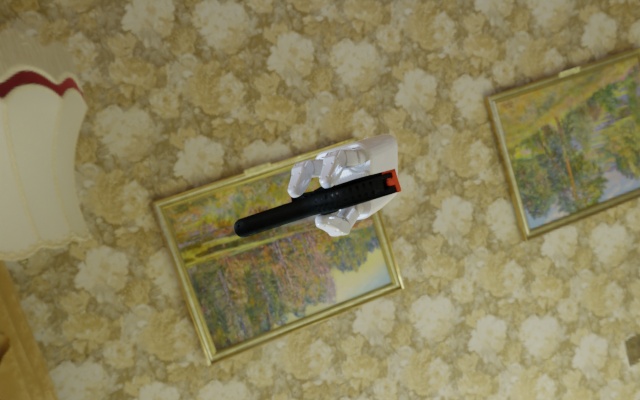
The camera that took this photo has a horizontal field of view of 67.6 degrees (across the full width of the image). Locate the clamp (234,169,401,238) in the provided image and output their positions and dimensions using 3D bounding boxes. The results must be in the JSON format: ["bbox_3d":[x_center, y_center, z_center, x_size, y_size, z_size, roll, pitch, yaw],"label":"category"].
[{"bbox_3d":[0.001,0.003,0.622,0.210,0.036,0.164,-14,7,35],"label":"clamp"}]
